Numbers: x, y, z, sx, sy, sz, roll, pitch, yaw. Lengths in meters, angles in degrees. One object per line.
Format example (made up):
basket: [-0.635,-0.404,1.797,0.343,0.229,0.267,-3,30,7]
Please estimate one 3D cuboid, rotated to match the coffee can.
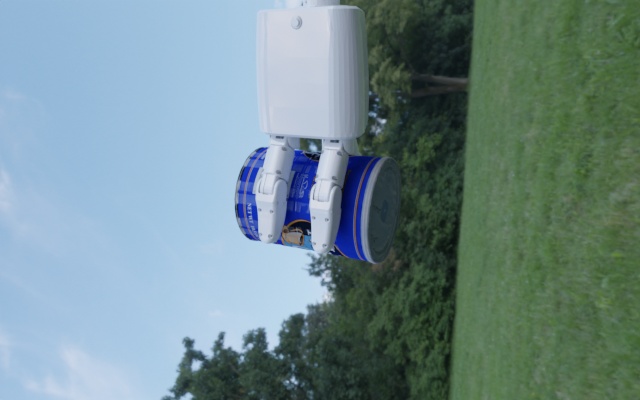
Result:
coffee can: [0.000,0.002,0.484,0.140,0.103,0.103,8,3,24]
